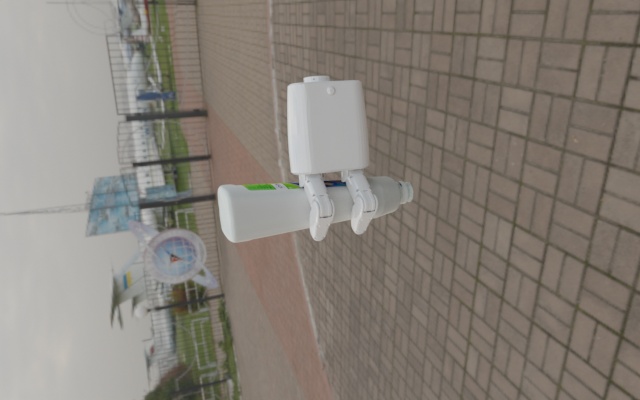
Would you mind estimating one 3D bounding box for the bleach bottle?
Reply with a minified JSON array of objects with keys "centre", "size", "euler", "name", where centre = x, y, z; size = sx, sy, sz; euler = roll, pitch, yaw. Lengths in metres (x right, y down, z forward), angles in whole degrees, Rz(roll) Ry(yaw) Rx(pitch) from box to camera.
[{"centre":[0.000,0.002,0.624],"size":[0.251,0.068,0.102],"euler":[-7,9,-19],"name":"bleach bottle"}]
